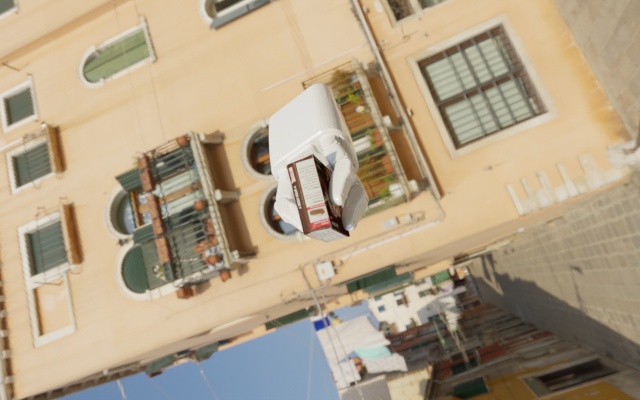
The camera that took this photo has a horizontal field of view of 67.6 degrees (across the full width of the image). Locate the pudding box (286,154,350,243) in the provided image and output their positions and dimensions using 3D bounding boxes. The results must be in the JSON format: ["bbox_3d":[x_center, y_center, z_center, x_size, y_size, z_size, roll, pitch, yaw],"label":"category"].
[{"bbox_3d":[0.000,0.002,0.587,0.039,0.090,0.113,-18,-13,13],"label":"pudding box"}]
